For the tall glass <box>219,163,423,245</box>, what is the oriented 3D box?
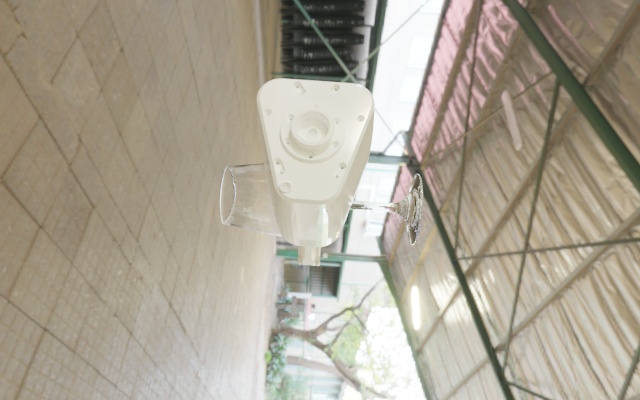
[{"bbox_3d":[0.001,0.002,0.500,0.201,0.079,0.079,4,0,1],"label":"tall glass"}]
